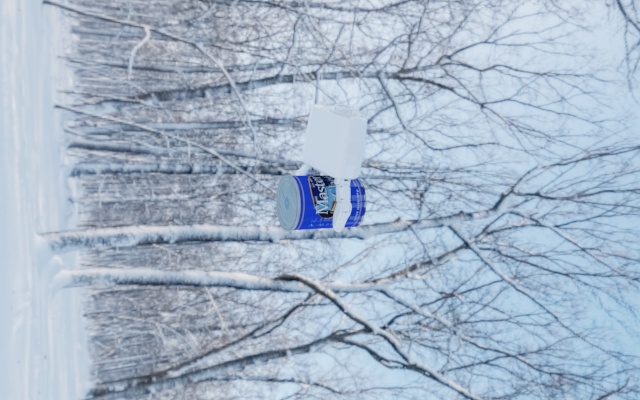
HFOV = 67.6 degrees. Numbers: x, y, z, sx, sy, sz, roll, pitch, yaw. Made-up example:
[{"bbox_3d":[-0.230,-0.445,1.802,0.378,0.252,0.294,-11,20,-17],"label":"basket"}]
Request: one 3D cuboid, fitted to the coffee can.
[{"bbox_3d":[0.000,0.003,0.894,0.140,0.103,0.103,-2,1,-26],"label":"coffee can"}]
